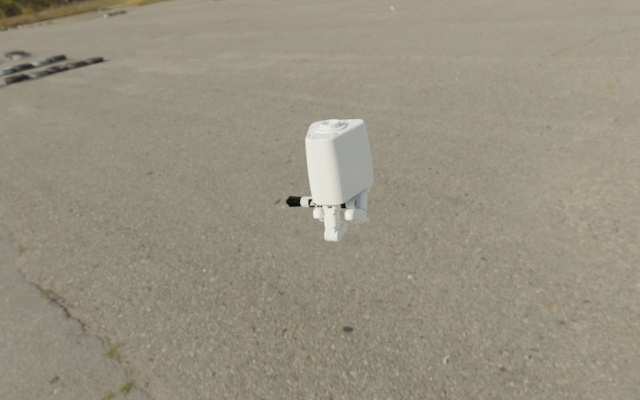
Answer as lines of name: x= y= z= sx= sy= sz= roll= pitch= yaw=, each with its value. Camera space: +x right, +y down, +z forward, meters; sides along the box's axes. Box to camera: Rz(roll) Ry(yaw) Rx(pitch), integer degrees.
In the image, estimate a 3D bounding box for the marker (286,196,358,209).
marker: x=0.000 y=0.003 z=0.771 sx=0.121 sy=0.020 sz=0.020 roll=1 pitch=0 yaw=22
